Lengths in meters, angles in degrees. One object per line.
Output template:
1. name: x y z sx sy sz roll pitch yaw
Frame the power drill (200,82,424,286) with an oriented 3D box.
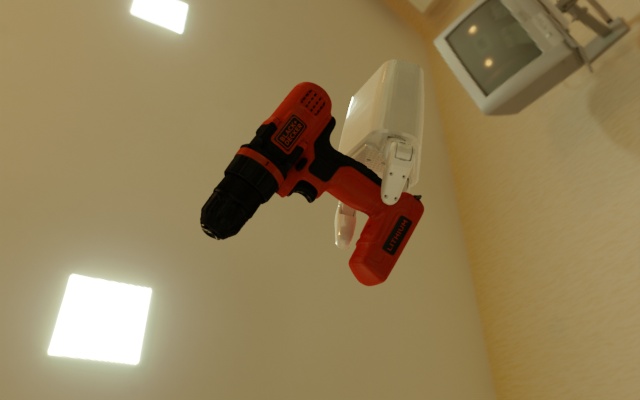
1. power drill: 0.001 0.002 0.471 0.188 0.184 0.057 40 -20 -15
